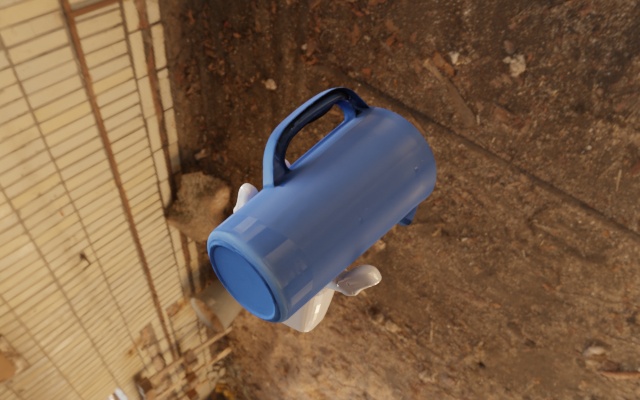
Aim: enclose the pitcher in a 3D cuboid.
[{"bbox_3d":[0.000,0.002,0.501,0.149,0.145,0.242,38,54,19],"label":"pitcher"}]
